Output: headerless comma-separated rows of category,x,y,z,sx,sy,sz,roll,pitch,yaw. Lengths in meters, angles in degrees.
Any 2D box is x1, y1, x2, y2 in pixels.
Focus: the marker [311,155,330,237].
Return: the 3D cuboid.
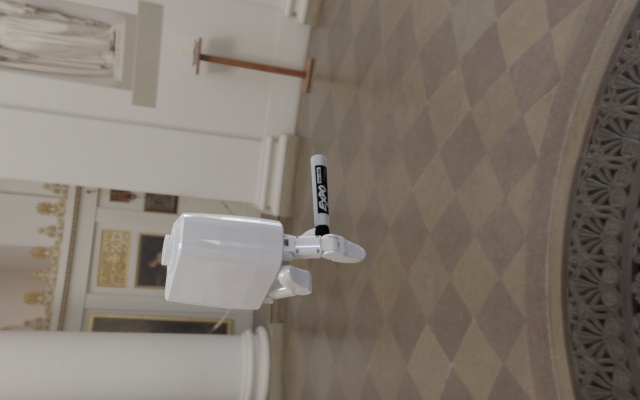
marker,0.000,0.002,0.559,0.020,0.121,0.020,-2,-27,-1
